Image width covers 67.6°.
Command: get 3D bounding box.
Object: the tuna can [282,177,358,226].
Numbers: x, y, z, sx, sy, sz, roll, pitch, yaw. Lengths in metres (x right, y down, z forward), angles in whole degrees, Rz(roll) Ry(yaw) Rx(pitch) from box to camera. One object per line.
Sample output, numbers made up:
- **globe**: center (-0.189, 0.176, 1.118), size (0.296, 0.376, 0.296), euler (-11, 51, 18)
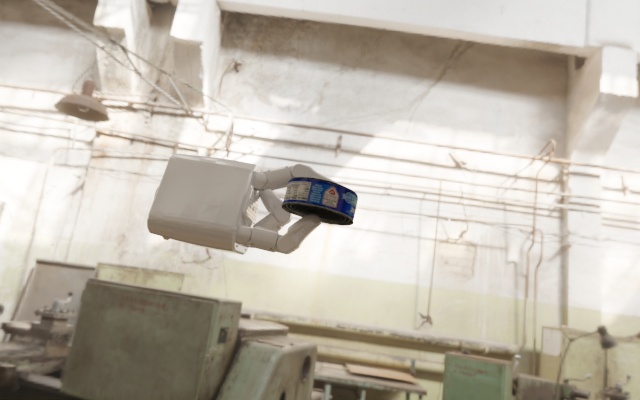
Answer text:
- **tuna can**: center (0.000, 0.001, 0.556), size (0.086, 0.033, 0.086), euler (13, -12, 3)
